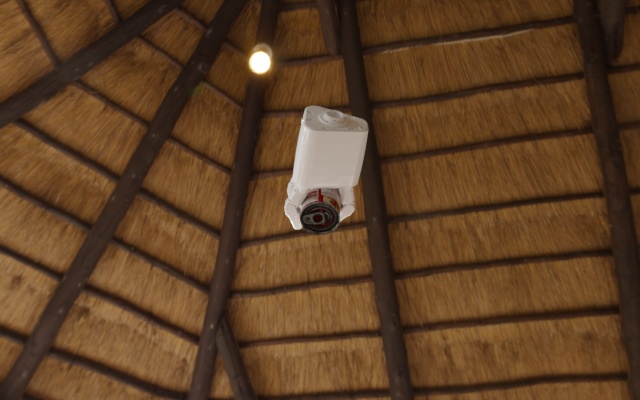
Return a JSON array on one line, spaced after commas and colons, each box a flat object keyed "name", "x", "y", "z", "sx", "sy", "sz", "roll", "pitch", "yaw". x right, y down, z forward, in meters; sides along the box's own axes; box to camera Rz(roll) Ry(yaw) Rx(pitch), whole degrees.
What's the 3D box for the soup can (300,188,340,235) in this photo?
[{"name": "soup can", "x": 0.000, "y": 0.003, "z": 0.836, "sx": 0.068, "sy": 0.068, "sz": 0.102, "roll": 0, "pitch": 35, "yaw": 2}]
